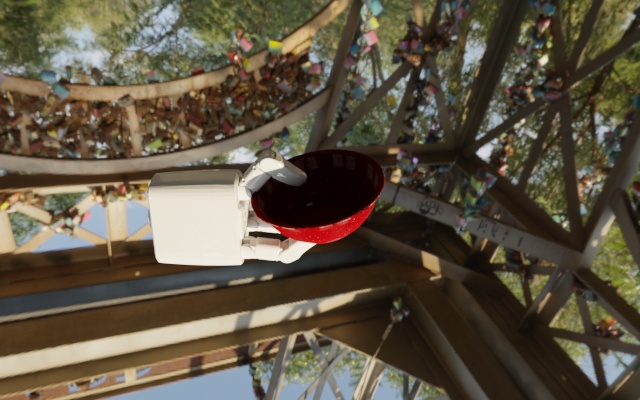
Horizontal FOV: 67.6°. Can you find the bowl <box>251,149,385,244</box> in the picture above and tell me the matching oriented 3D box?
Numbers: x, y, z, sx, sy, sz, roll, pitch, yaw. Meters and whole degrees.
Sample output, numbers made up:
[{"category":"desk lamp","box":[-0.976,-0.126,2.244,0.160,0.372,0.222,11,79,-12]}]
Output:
[{"category":"bowl","box":[0.001,0.002,0.580,0.162,0.055,0.162,-9,35,6]}]
